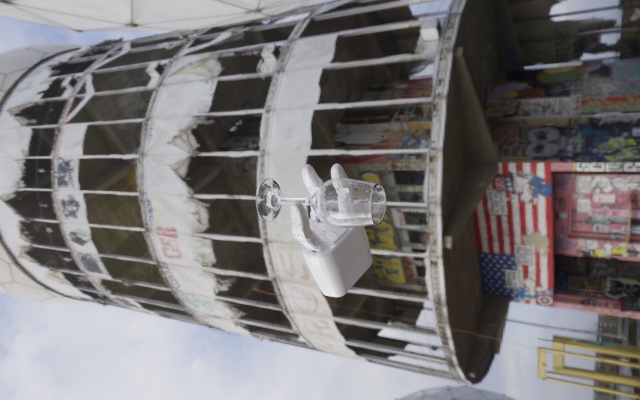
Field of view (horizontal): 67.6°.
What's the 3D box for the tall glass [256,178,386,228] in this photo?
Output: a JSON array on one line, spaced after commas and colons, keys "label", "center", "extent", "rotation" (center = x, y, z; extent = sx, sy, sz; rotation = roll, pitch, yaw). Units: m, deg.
[{"label": "tall glass", "center": [-0.001, 0.002, 0.757], "extent": [0.201, 0.079, 0.079], "rotation": [2, 1, 30]}]
